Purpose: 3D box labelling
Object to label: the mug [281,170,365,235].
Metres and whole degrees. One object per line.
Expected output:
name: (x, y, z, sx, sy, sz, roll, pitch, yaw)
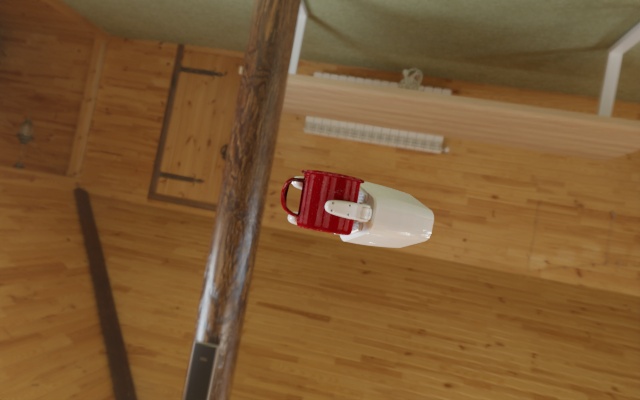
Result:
mug: (-0.001, 0.002, 0.683, 0.117, 0.081, 0.093, 11, -2, -19)
